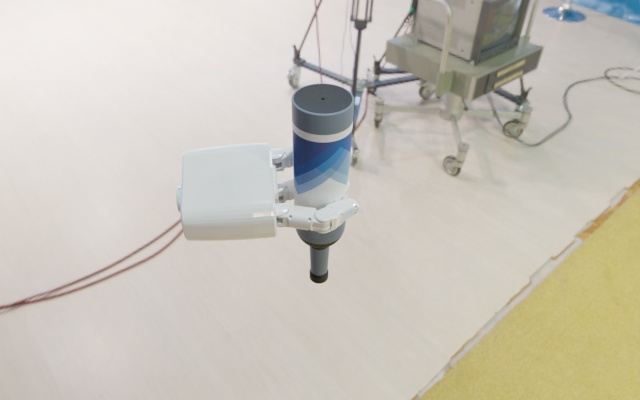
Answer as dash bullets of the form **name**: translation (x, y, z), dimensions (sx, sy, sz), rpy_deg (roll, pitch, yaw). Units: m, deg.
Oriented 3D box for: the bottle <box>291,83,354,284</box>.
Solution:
- **bottle**: translation (0.000, 0.002, 0.600), dimensions (0.069, 0.296, 0.069), rpy_deg (1, 42, -1)
